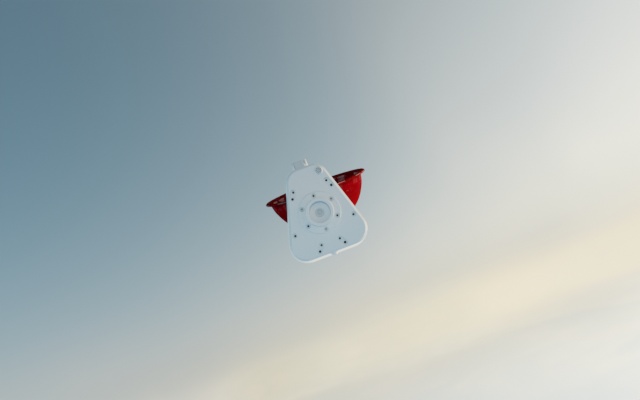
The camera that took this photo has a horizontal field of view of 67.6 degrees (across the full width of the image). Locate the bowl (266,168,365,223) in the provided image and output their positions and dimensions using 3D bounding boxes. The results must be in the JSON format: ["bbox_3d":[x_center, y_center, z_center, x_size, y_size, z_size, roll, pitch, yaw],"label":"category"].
[{"bbox_3d":[0.000,0.003,0.742,0.162,0.055,0.162,-20,7,3],"label":"bowl"}]
